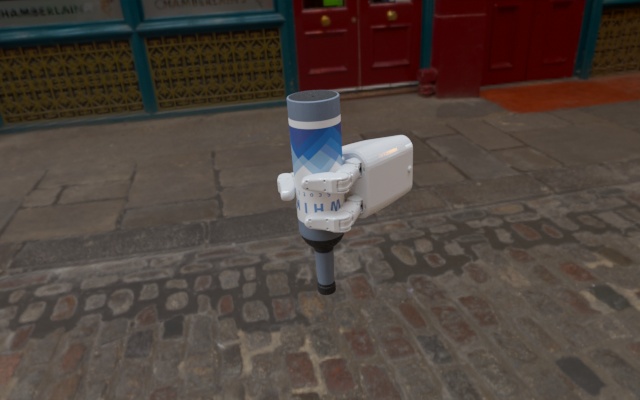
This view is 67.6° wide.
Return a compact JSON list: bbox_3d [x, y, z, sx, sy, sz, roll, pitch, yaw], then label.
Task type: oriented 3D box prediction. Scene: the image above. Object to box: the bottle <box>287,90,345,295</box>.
[{"bbox_3d":[0.000,0.002,0.659,0.069,0.296,0.069,-3,25,2],"label":"bottle"}]
